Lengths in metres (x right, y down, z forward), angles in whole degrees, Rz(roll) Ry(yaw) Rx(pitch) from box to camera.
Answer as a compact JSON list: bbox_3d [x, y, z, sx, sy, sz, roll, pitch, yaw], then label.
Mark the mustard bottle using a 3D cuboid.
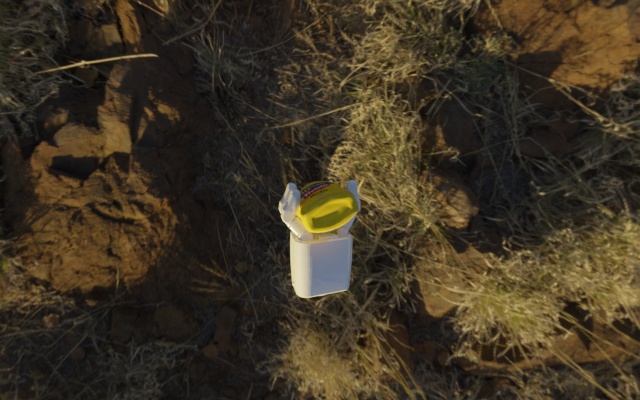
[{"bbox_3d":[0.000,0.003,0.872,0.096,0.058,0.191,-26,15,-5],"label":"mustard bottle"}]
